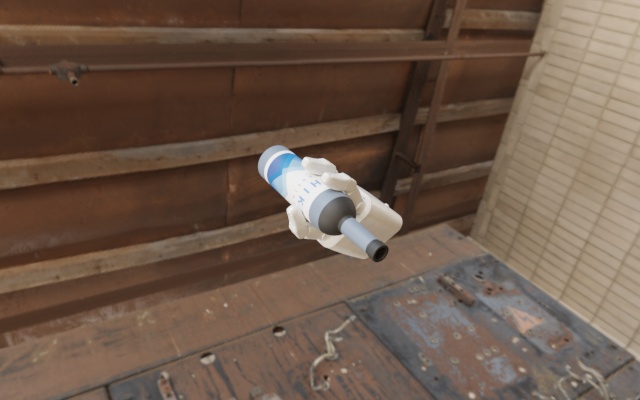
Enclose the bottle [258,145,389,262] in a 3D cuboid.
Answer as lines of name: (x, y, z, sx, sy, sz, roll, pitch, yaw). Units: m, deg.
bottle: (0.000, 0.002, 0.733, 0.069, 0.069, 0.295, 0, 28, -38)
